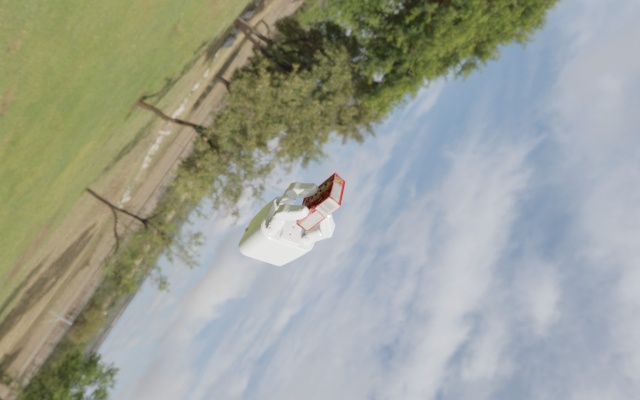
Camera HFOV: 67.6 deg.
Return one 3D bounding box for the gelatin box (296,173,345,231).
[{"bbox_3d":[0.001,0.003,0.828,0.089,0.030,0.073,-38,22,33],"label":"gelatin box"}]
